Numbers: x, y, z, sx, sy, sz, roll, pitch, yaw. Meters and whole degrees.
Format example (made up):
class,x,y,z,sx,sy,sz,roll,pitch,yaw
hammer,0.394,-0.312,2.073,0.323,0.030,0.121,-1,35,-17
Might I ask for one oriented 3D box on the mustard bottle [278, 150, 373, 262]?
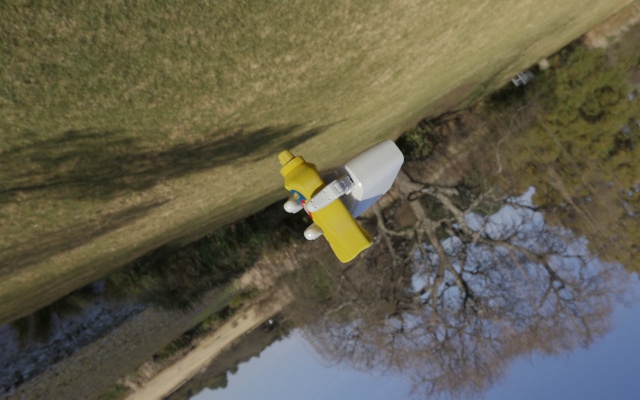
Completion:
class,x,y,z,sx,sy,sz,roll,pitch,yaw
mustard bottle,0.000,0.003,0.725,0.058,0.191,0.096,-37,-4,-5
